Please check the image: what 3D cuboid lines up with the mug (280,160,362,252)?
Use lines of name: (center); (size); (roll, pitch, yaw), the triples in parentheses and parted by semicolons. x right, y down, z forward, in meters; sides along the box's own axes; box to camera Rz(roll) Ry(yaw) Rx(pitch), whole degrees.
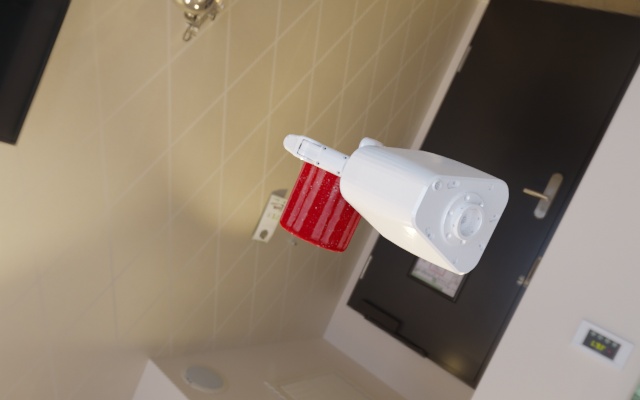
mug: (-0.001, 0.002, 0.539); (0.093, 0.081, 0.117); (21, 5, -35)
